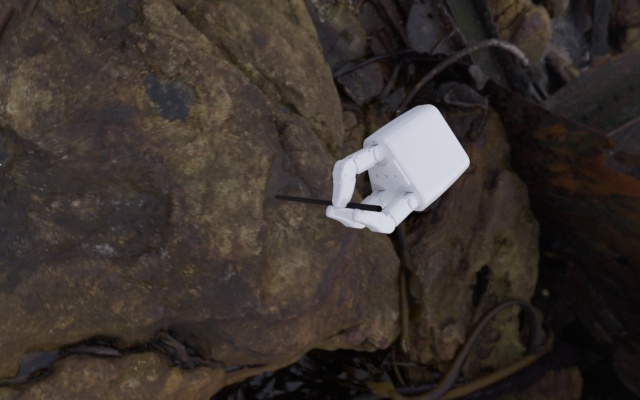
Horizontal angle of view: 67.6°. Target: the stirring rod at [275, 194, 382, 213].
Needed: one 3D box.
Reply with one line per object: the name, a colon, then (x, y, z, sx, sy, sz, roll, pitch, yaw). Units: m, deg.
stirring rod: (0.000, 0.002, 0.639, 0.011, 0.011, 0.239, 0, 4, -34)
